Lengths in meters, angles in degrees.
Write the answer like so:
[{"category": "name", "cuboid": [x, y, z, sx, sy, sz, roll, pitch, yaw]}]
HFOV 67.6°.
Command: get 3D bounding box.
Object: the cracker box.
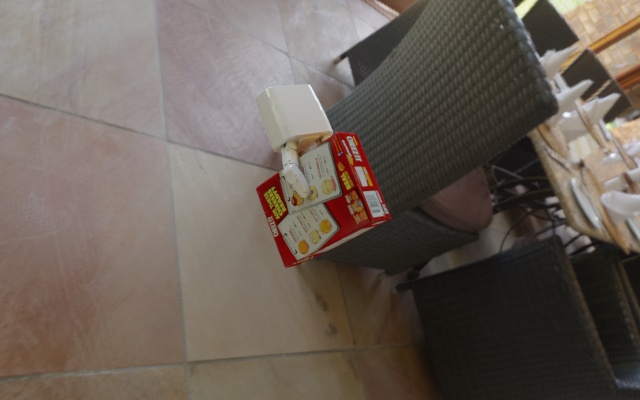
[{"category": "cracker box", "cuboid": [0.000, 0.003, 0.843, 0.214, 0.164, 0.072, -31, -16, 36]}]
